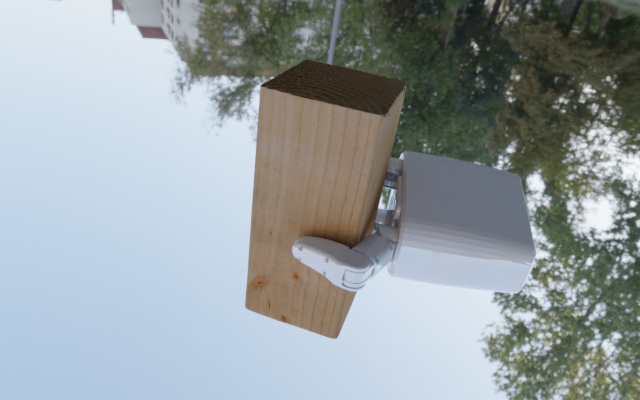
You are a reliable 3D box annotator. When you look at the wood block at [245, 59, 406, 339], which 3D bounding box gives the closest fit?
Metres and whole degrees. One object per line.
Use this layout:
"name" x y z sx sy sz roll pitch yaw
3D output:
"wood block" 0.000 0.002 0.401 0.090 0.206 0.090 16 31 12
